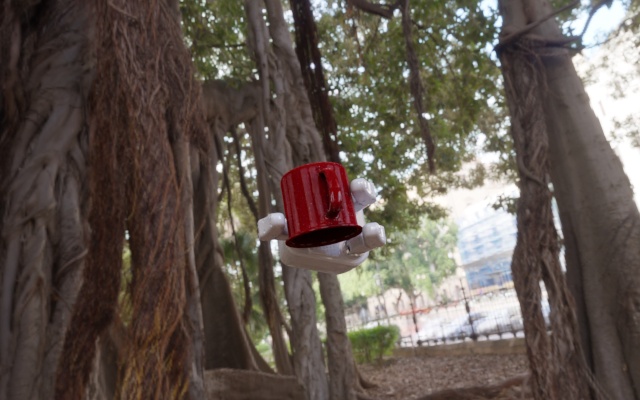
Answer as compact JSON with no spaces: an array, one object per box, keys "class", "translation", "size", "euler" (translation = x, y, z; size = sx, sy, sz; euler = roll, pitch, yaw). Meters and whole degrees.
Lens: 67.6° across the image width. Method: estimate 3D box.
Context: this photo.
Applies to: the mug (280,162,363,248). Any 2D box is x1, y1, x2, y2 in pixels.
[{"class":"mug","translation":[0.000,0.001,0.556],"size":[0.093,0.081,0.117],"euler":[-6,-18,-14]}]
